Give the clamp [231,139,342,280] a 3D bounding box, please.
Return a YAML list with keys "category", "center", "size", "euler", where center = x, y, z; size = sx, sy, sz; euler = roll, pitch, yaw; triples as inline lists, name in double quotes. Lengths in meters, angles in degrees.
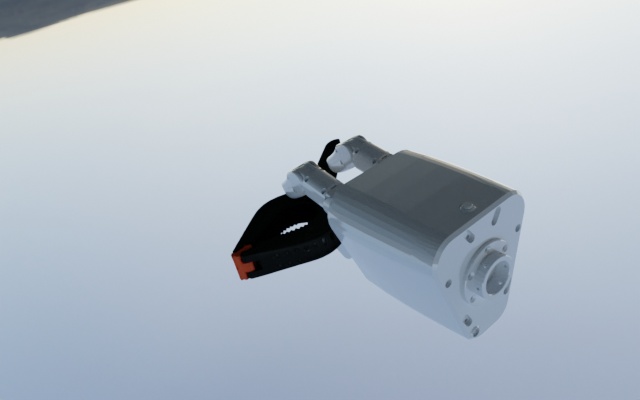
- category: "clamp"
  center: [0.000, 0.002, 0.456]
  size: [0.210, 0.036, 0.164]
  euler: [-30, 35, -25]
